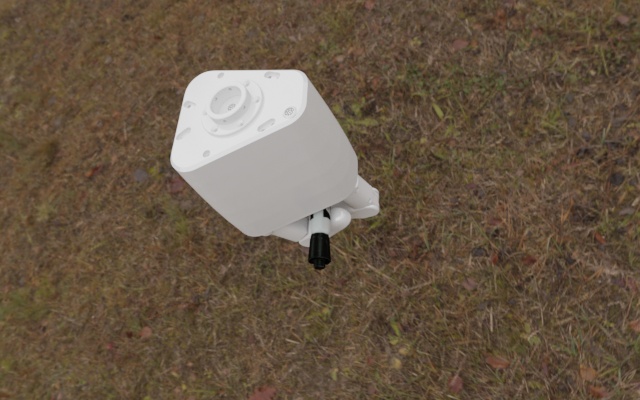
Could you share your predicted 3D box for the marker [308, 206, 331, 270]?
[{"bbox_3d":[0.000,0.001,0.411,0.020,0.121,0.020,1,-29,1],"label":"marker"}]
